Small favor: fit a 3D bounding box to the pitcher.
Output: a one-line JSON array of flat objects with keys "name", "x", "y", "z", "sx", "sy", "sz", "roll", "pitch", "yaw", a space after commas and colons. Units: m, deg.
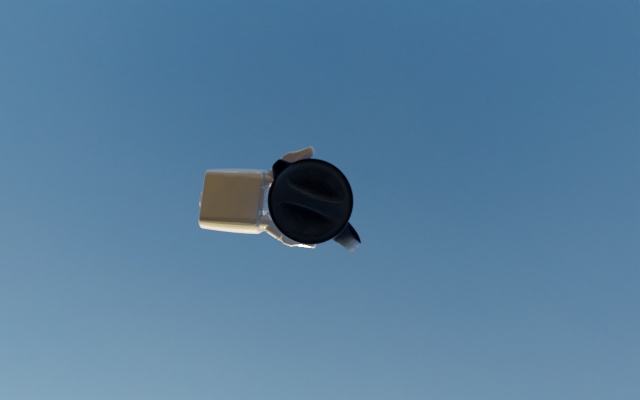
[{"name": "pitcher", "x": 0.000, "y": 0.003, "z": 0.846, "sx": 0.145, "sy": 0.149, "sz": 0.243, "roll": 1, "pitch": 4, "yaw": 5}]
